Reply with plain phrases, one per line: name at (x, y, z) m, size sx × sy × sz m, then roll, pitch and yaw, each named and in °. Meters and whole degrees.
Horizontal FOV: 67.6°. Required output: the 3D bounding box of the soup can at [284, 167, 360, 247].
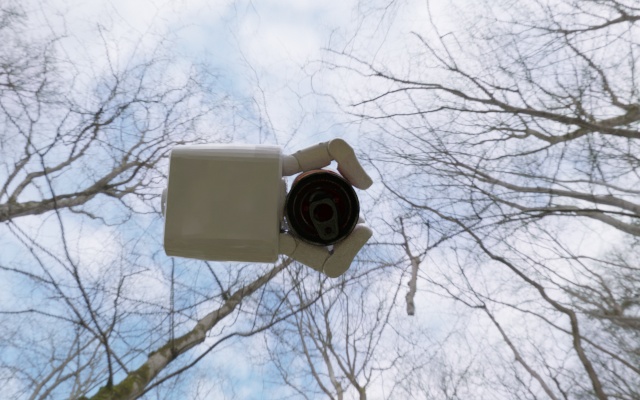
soup can at (0.001, 0.001, 0.475) m, size 0.068 × 0.068 × 0.102 m, roll 0°, pitch 8°, yaw -2°
